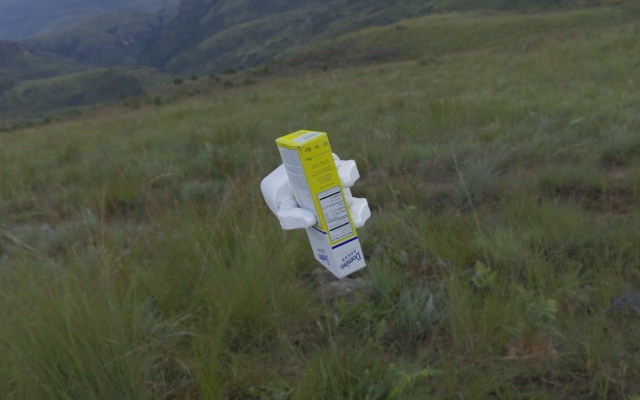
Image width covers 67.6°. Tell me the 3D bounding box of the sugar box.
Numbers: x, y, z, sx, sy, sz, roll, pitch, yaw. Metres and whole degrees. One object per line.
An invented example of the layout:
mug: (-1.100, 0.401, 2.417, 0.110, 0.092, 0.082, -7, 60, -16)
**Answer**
sugar box: (0.001, 0.002, 0.605, 0.048, 0.176, 0.093, -25, 19, -15)
